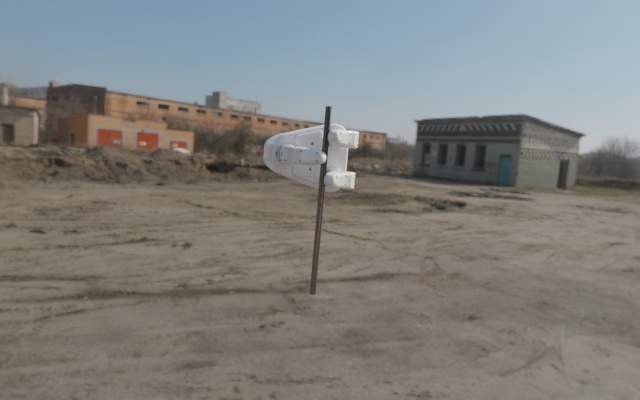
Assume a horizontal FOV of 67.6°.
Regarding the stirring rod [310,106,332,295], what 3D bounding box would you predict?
[{"bbox_3d":[0.000,0.002,0.608,0.011,0.239,0.011,5,6,0],"label":"stirring rod"}]
